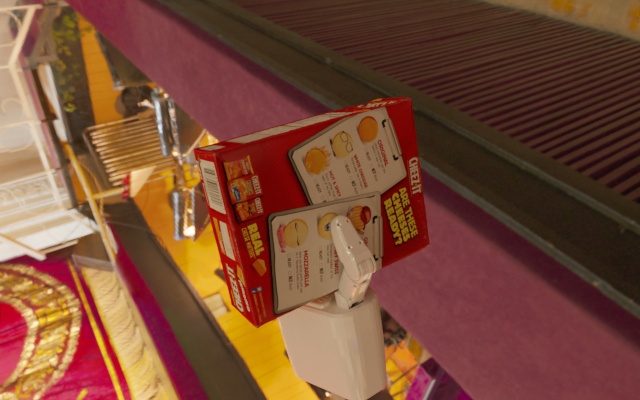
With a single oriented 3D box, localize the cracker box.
[{"bbox_3d":[0.000,0.002,0.472,0.213,0.164,0.072,-21,20,-28],"label":"cracker box"}]
